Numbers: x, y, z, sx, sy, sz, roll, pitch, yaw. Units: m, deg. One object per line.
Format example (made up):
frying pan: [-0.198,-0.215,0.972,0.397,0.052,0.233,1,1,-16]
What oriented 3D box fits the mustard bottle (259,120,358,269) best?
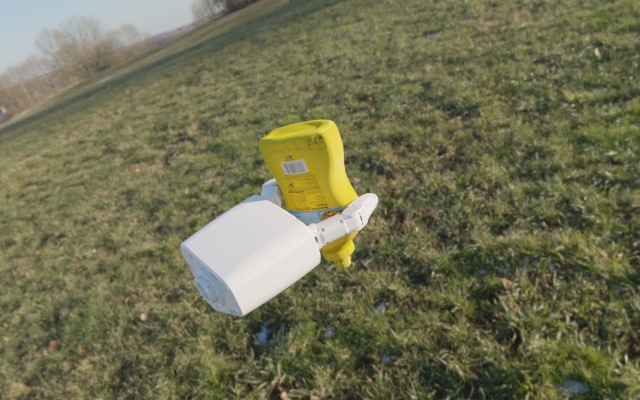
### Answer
mustard bottle: [0.000,0.001,0.580,0.096,0.192,0.058,-5,28,31]
